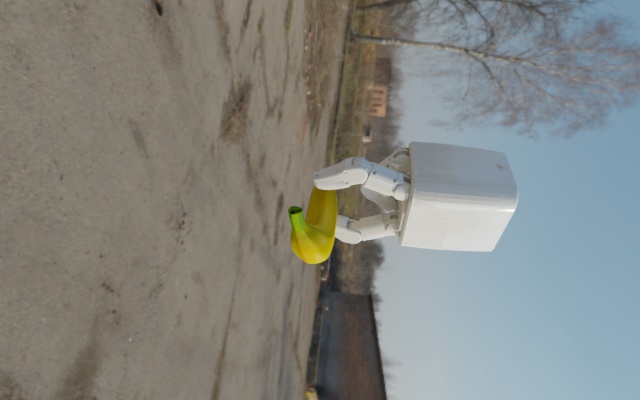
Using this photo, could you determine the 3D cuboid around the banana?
[{"bbox_3d":[-0.002,0.020,0.494,0.037,0.069,0.197,6,12,5],"label":"banana"}]
